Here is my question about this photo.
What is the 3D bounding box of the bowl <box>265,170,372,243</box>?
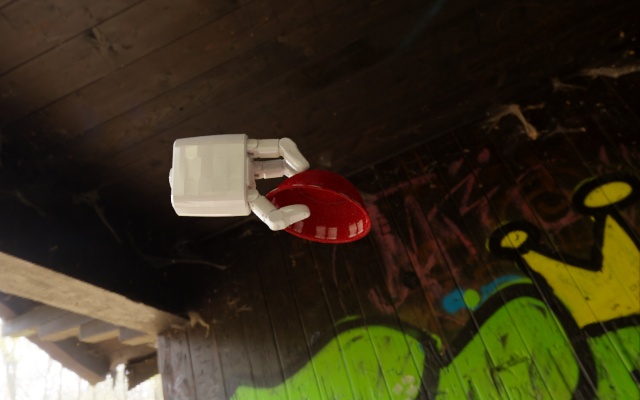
[{"bbox_3d":[0.001,0.002,0.709,0.162,0.055,0.162,10,-31,6],"label":"bowl"}]
